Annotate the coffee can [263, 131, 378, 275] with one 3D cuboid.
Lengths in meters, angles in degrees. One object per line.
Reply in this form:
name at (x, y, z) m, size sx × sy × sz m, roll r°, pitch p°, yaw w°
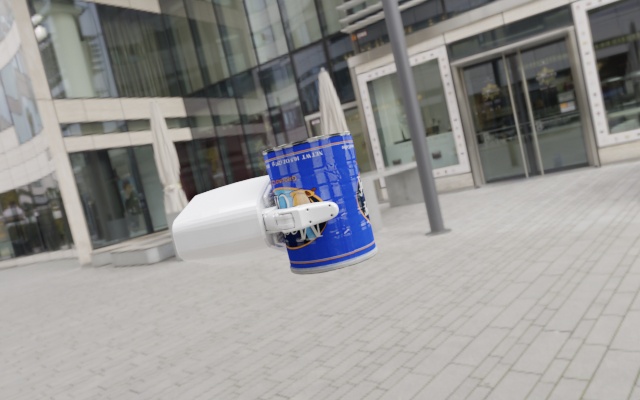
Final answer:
coffee can at (0.000, 0.002, 0.545) m, size 0.103 × 0.140 × 0.103 m, roll -13°, pitch 4°, yaw 1°
